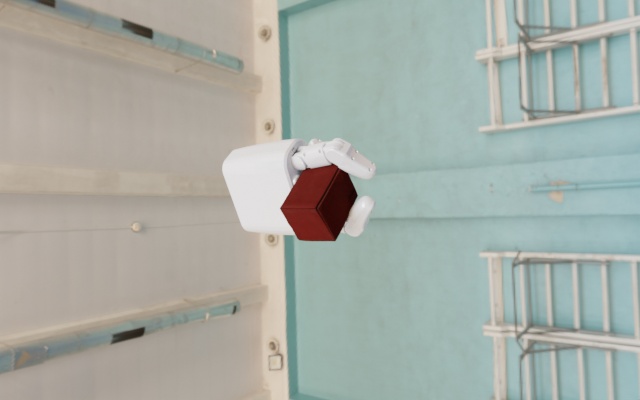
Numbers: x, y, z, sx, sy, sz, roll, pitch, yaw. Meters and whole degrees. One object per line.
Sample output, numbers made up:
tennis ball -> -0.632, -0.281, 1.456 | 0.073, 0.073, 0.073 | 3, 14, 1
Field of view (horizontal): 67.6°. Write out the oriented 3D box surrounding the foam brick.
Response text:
foam brick -> 0.000, 0.002, 0.540 | 0.051, 0.053, 0.078 | -2, 41, 33
